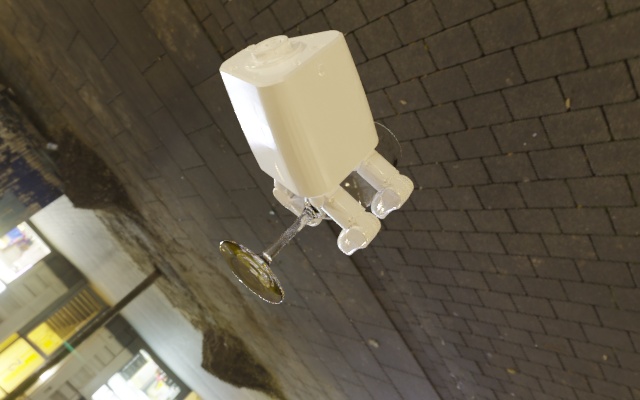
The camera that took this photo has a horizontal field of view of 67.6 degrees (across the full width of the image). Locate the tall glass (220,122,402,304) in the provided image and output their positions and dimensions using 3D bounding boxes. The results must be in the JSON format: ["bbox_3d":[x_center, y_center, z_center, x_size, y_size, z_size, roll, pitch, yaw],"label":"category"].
[{"bbox_3d":[0.000,0.002,0.464,0.079,0.079,0.201,0,38,51],"label":"tall glass"}]
